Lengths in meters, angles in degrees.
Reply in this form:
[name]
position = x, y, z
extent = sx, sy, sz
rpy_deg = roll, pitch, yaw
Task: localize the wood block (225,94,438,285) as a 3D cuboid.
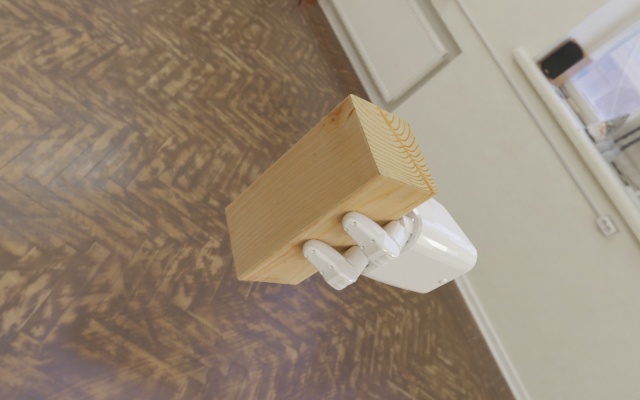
[wood block]
position = 0.000, 0.001, 0.488
extent = 0.090, 0.090, 0.206
rpy_deg = 14, -40, -42
